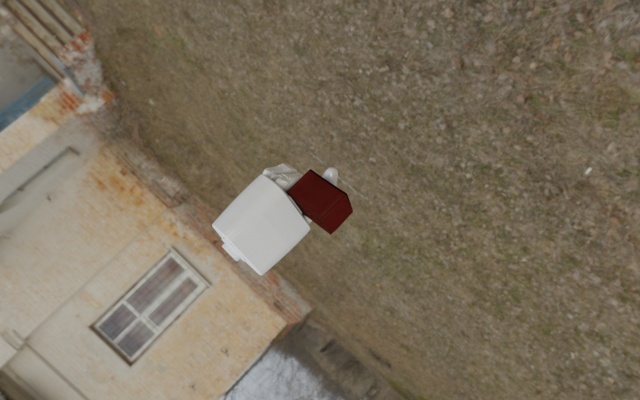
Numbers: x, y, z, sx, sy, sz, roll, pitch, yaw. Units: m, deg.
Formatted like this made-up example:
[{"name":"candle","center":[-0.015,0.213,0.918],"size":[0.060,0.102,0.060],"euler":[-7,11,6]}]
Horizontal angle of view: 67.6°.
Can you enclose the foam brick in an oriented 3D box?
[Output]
[{"name":"foam brick","center":[0.000,0.002,0.700],"size":[0.078,0.051,0.053],"euler":[35,-17,33]}]
